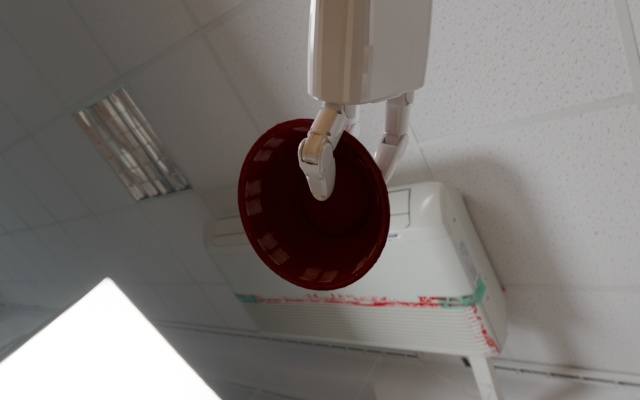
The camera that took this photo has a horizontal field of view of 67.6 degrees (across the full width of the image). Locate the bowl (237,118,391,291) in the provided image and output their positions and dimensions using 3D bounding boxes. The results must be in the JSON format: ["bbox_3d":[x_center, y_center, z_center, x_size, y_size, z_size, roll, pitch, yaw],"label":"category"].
[{"bbox_3d":[0.000,0.003,0.459,0.162,0.162,0.055,0,11,30],"label":"bowl"}]
